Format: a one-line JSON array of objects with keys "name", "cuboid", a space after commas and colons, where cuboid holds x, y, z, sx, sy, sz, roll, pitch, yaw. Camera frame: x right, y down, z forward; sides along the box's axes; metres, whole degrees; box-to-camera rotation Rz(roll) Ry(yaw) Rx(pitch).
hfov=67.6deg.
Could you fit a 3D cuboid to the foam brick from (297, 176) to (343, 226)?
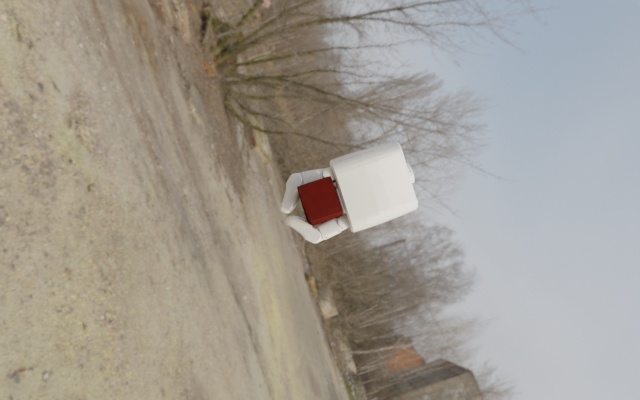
[{"name": "foam brick", "cuboid": [0.000, 0.002, 0.691, 0.051, 0.053, 0.078, -18, -8, 0]}]
